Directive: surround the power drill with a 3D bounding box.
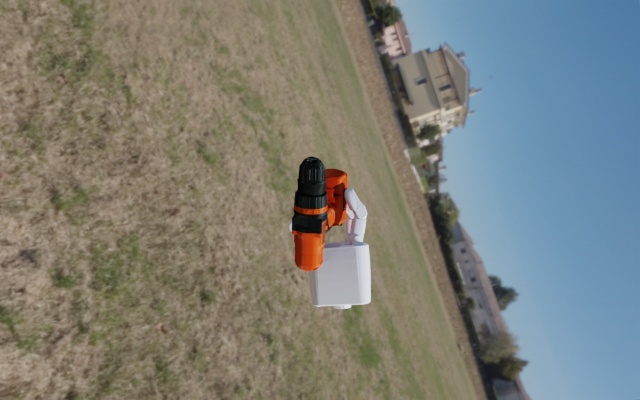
[{"bbox_3d":[0.000,0.003,0.805,0.057,0.184,0.187,9,19,14],"label":"power drill"}]
